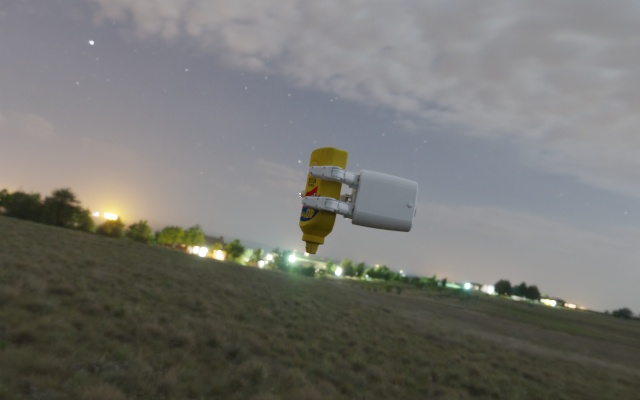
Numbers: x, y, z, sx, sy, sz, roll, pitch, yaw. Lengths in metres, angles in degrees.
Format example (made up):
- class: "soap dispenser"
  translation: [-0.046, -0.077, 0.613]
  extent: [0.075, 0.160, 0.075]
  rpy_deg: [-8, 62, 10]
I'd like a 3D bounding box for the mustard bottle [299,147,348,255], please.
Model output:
- class: "mustard bottle"
  translation: [0.000, 0.003, 0.871]
  extent: [0.058, 0.191, 0.096]
  rpy_deg: [14, -8, -26]
